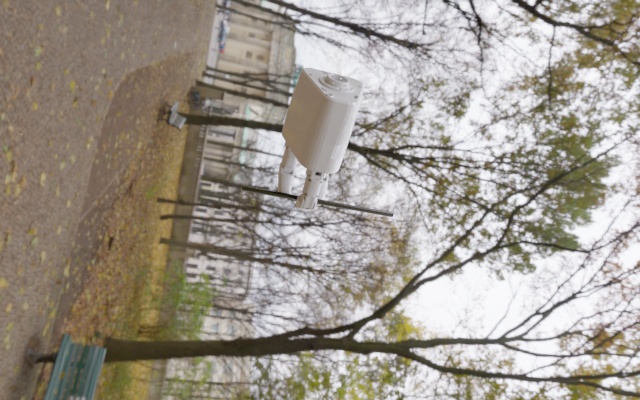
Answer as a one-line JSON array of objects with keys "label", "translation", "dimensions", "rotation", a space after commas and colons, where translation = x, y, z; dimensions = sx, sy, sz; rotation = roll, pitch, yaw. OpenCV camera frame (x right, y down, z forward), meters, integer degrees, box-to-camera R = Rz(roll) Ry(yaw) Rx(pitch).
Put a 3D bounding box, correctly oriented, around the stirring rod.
[{"label": "stirring rod", "translation": [0.000, 0.002, 0.731], "dimensions": [0.239, 0.011, 0.011], "rotation": [10, -3, -14]}]
